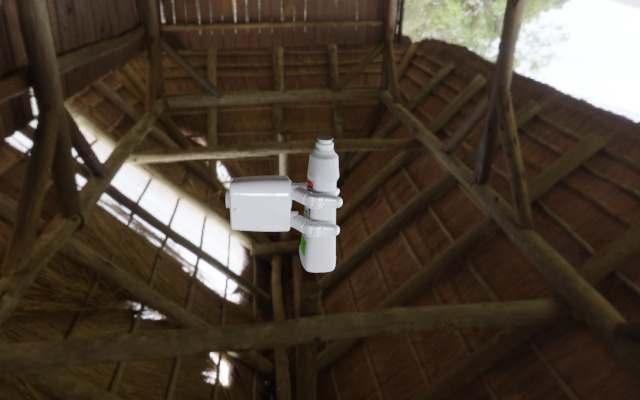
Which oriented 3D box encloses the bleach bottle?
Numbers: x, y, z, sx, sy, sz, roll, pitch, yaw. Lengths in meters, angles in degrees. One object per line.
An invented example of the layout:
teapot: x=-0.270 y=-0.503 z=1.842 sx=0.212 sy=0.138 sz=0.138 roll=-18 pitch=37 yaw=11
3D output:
bleach bottle: x=0.000 y=0.003 z=0.882 sx=0.068 sy=0.251 sz=0.102 roll=-1 pitch=25 yaw=-8
